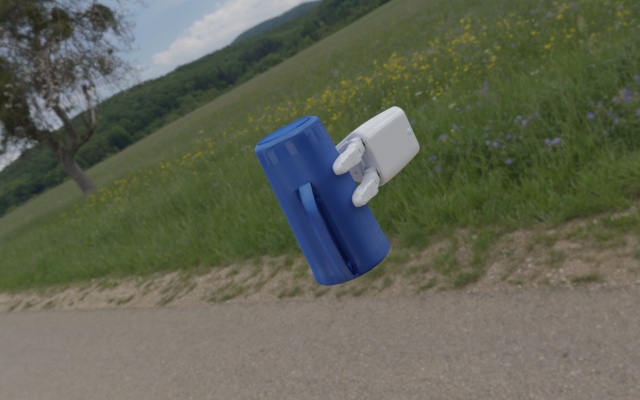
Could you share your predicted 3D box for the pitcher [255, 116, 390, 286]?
[{"bbox_3d":[0.000,0.002,0.726,0.145,0.243,0.149,-37,18,-31],"label":"pitcher"}]
